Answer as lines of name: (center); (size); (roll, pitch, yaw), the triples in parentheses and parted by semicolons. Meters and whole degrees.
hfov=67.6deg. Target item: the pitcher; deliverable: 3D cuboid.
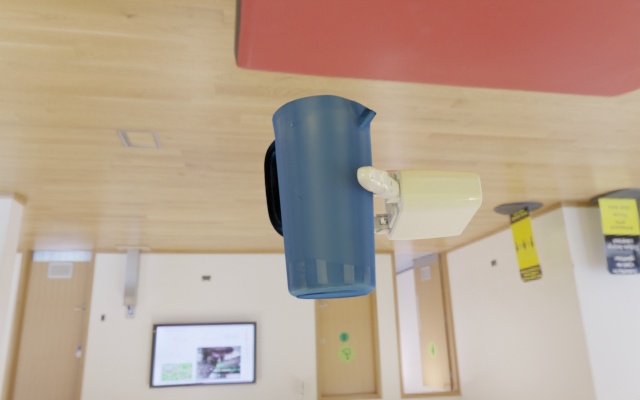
pitcher: (0.000, 0.002, 0.618); (0.145, 0.242, 0.149); (-1, -16, -6)
